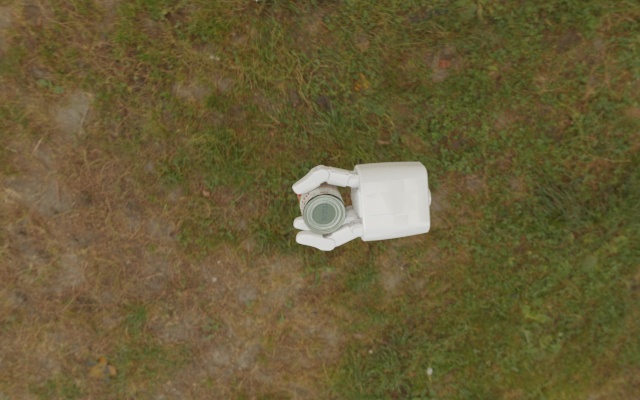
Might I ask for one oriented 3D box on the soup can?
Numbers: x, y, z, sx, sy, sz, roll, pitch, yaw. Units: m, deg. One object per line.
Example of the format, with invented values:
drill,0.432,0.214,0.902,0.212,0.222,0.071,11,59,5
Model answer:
soup can,0.000,0.003,0.757,0.068,0.068,0.102,0,23,-8
